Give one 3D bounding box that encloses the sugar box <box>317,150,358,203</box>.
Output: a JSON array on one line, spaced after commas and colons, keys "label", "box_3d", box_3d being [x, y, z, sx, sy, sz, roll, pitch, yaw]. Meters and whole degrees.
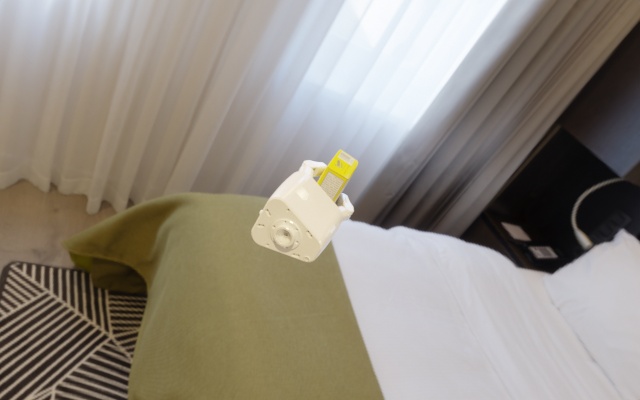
[{"label": "sugar box", "box_3d": [0.000, 0.002, 0.846, 0.048, 0.176, 0.093, 34, 29, 0]}]
